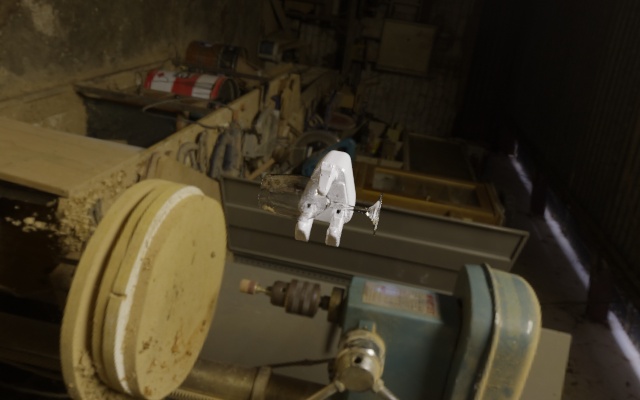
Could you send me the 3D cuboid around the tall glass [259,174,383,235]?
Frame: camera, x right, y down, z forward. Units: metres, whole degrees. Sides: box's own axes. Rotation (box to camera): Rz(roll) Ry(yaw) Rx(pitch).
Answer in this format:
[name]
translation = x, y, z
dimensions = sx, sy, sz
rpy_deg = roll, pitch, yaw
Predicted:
[tall glass]
translation = 0.001, 0.003, 0.807
dimensions = 0.201, 0.079, 0.079
rpy_deg = 11, 1, 6
